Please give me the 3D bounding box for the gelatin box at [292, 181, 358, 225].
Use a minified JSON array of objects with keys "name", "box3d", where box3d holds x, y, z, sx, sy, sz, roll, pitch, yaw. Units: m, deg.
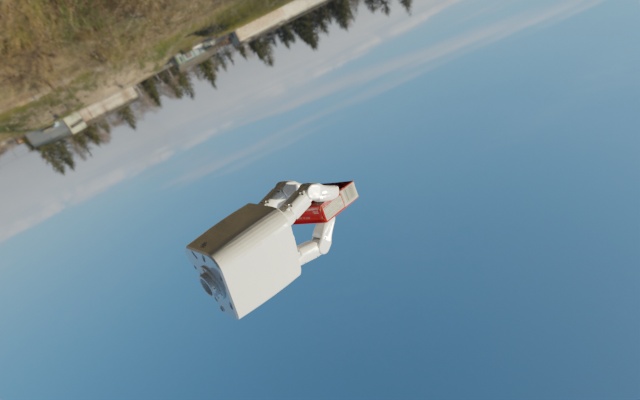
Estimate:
[{"name":"gelatin box","box3d":[0.000,0.003,0.691,0.073,0.030,0.089,-4,23,40]}]
